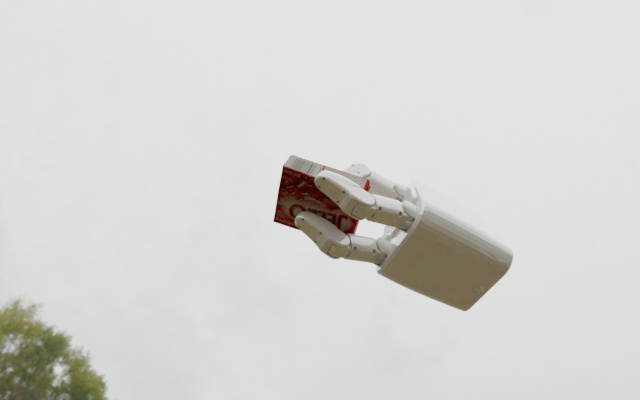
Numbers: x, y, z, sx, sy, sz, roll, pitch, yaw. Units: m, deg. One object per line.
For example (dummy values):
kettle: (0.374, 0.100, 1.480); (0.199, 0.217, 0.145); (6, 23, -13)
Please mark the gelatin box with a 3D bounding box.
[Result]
gelatin box: (0.000, 0.001, 0.496); (0.089, 0.073, 0.030); (19, 37, 7)
